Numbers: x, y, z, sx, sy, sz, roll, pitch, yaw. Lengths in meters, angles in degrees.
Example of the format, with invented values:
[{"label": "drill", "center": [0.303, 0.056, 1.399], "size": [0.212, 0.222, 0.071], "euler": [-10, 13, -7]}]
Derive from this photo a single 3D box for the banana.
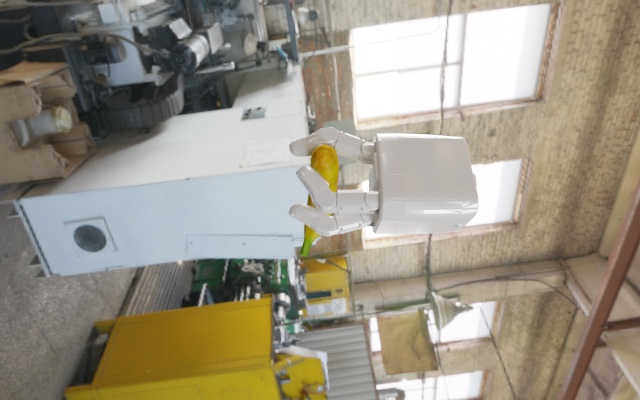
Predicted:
[{"label": "banana", "center": [0.002, -0.010, 0.605], "size": [0.037, 0.069, 0.198], "euler": [8, -42, 0]}]
